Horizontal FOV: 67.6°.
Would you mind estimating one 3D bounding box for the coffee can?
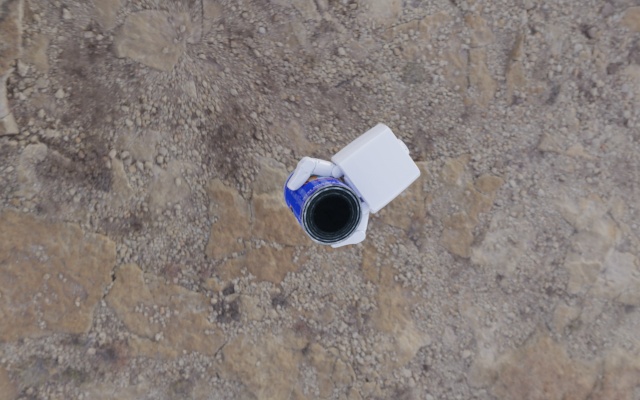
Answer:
[{"bbox_3d":[0.000,0.003,0.819,0.103,0.103,0.140,0,18,-17],"label":"coffee can"}]
